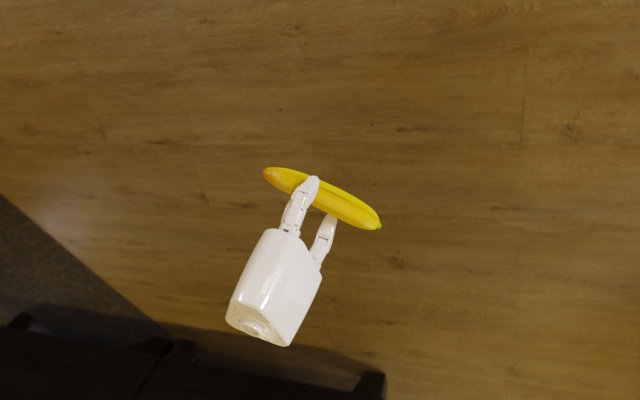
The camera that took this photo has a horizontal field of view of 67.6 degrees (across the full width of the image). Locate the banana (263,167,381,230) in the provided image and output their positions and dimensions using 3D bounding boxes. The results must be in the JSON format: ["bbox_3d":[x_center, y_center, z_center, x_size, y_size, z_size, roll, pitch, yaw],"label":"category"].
[{"bbox_3d":[0.008,0.000,0.689,0.198,0.037,0.070,27,-18,-8],"label":"banana"}]
